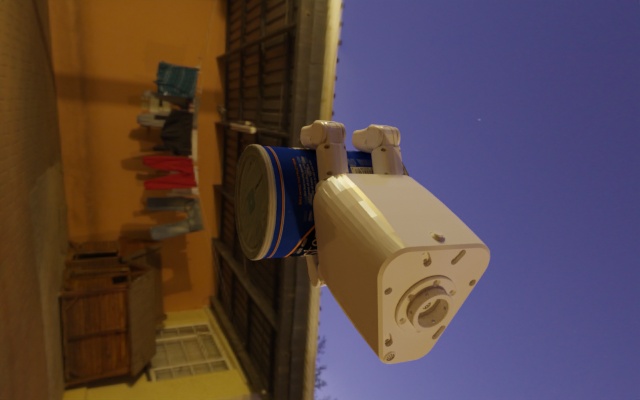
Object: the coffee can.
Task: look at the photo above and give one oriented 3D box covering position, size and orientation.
[{"bbox_3d":[0.000,0.001,0.453,0.140,0.103,0.103,0,0,-25],"label":"coffee can"}]
